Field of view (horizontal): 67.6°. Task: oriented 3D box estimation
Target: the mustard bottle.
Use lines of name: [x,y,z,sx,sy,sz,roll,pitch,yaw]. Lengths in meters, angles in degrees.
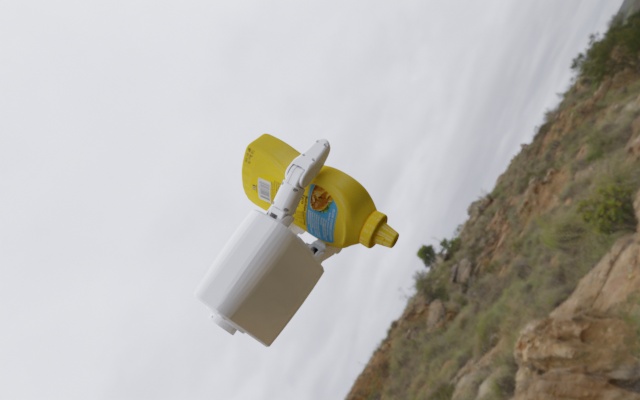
mustard bottle: [0.000,0.001,0.536,0.191,0.096,0.058,28,47,22]
